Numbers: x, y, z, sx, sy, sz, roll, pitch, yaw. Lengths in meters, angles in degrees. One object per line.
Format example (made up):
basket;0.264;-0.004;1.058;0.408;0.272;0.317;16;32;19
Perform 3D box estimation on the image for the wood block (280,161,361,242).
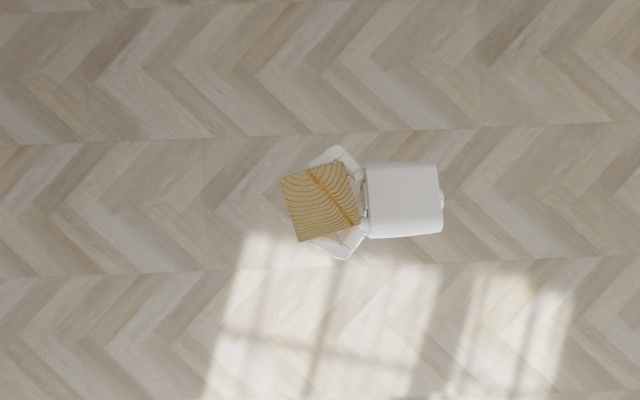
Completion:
wood block;0.000;0.002;0.730;0.090;0.091;0.206;-16;-1;0
